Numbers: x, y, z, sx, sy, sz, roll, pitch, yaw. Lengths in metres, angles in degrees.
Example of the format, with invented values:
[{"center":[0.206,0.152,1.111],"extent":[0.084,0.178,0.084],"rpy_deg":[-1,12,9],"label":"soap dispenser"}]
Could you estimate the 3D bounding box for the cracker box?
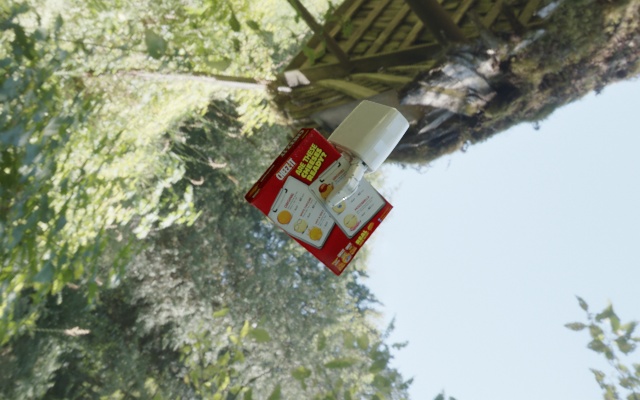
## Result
[{"center":[0.000,0.003,0.842],"extent":[0.214,0.164,0.072],"rpy_deg":[42,-7,-22],"label":"cracker box"}]
